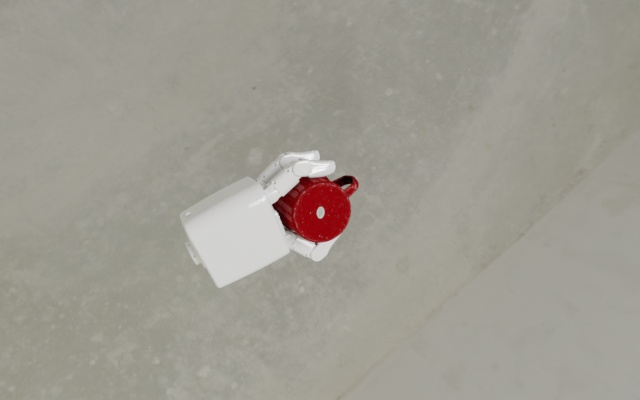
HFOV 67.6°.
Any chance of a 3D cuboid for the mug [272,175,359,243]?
[{"bbox_3d":[0.001,0.002,0.641,0.117,0.093,0.081,-29,21,-12],"label":"mug"}]
